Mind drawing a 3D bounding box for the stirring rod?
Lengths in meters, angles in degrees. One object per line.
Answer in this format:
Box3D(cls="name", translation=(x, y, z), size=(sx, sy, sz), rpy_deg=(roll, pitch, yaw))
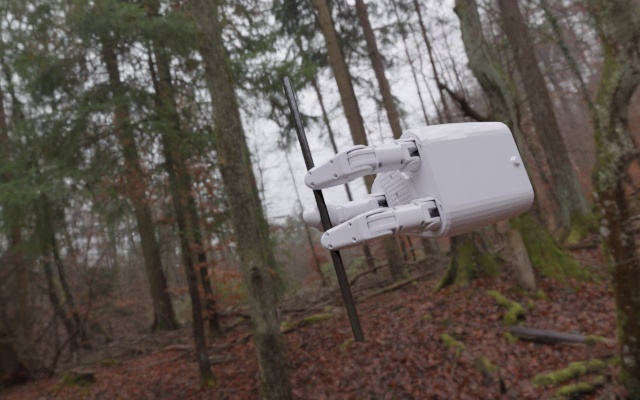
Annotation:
Box3D(cls="stirring rod", translation=(0.000, 0.001, 0.414), size=(0.011, 0.239, 0.011), rpy_deg=(-15, -12, -3))
